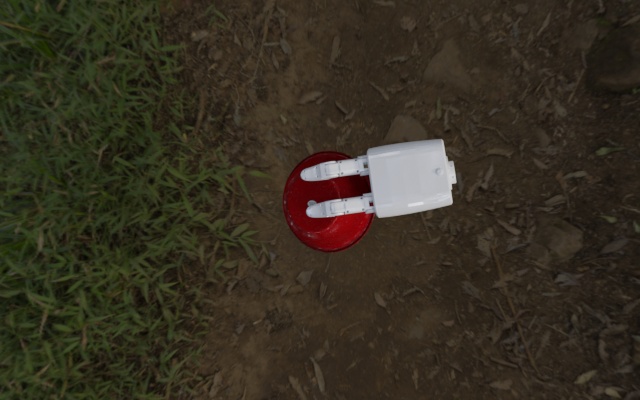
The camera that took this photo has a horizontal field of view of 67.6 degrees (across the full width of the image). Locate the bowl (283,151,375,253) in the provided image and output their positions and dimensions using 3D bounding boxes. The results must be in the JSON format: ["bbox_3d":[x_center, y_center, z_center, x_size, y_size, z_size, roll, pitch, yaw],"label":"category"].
[{"bbox_3d":[-0.001,0.003,0.733,0.162,0.162,0.055,0,1,26],"label":"bowl"}]
